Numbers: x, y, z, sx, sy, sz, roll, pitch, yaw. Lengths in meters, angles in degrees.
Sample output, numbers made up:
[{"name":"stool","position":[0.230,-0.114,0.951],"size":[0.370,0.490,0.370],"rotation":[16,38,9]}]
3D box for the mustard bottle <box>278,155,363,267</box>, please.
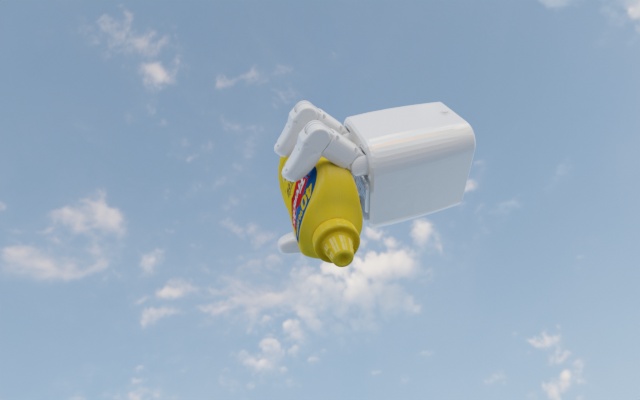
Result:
[{"name":"mustard bottle","position":[0.000,0.001,0.474],"size":[0.058,0.096,0.191],"rotation":[9,27,-19]}]
